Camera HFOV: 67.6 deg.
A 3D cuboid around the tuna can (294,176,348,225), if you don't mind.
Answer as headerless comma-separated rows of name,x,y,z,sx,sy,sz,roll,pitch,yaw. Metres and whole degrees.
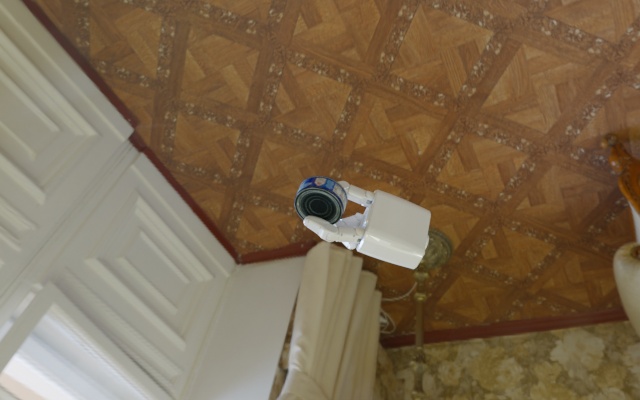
tuna can,0.000,0.003,0.798,0.086,0.086,0.033,0,37,18
